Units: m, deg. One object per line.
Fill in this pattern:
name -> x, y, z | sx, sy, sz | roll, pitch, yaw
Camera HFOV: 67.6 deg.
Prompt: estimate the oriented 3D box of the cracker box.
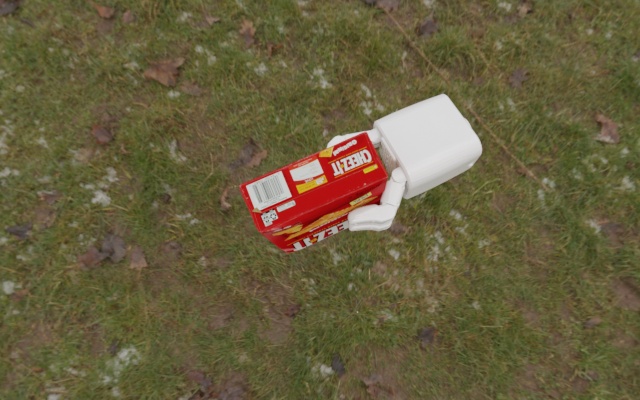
cracker box -> 0.000, 0.002, 0.646 | 0.164, 0.072, 0.214 | -23, -14, -1
